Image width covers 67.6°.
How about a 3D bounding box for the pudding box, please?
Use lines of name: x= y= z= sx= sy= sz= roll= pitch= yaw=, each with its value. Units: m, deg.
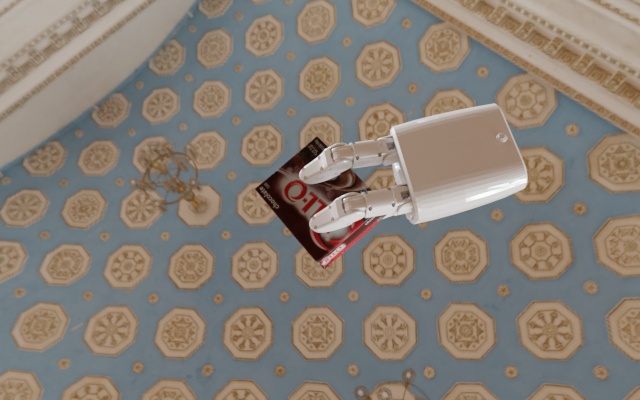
pudding box: x=0.000 y=0.002 z=0.504 sx=0.090 sy=0.113 sz=0.039 roll=-41 pitch=-26 yaw=-5
